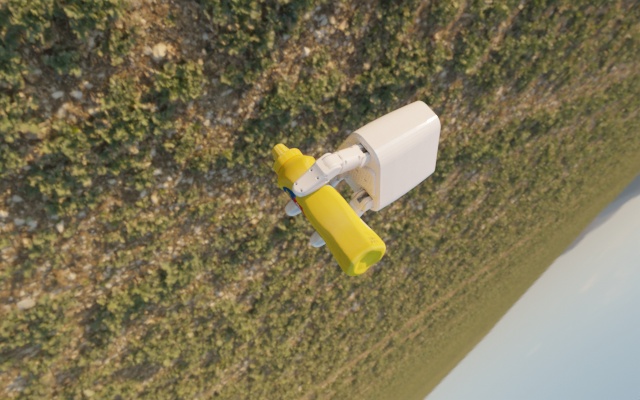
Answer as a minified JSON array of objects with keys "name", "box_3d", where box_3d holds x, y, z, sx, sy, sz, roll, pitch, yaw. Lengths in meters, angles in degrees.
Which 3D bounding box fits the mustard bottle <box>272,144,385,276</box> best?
[{"name":"mustard bottle","box_3d":[0.000,0.002,0.590,0.058,0.191,0.096,-39,-19,2]}]
